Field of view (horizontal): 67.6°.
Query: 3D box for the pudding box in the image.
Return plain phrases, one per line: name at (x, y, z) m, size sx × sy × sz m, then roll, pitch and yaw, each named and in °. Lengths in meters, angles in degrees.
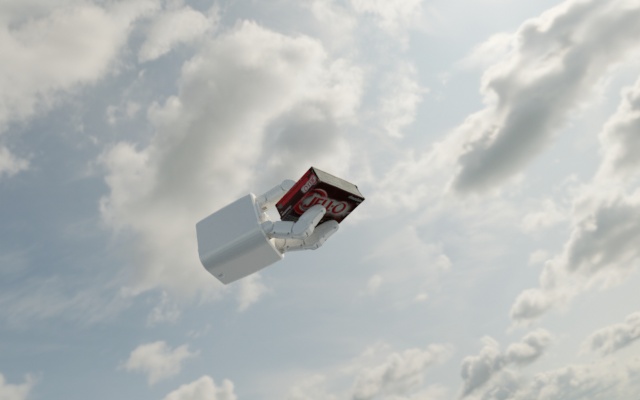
pudding box at (0.000, 0.002, 0.738) m, size 0.090 × 0.039 × 0.113 m, roll -45°, pitch -37°, yaw 24°
